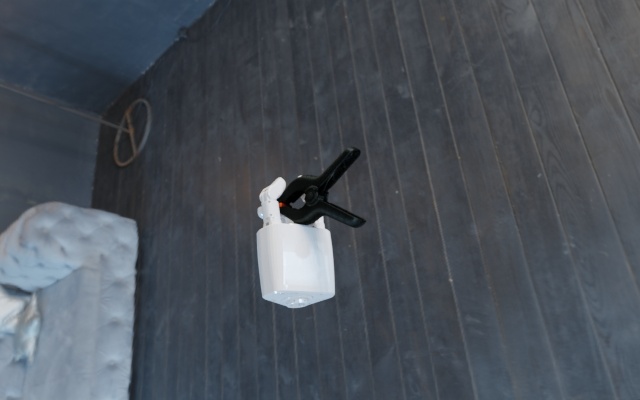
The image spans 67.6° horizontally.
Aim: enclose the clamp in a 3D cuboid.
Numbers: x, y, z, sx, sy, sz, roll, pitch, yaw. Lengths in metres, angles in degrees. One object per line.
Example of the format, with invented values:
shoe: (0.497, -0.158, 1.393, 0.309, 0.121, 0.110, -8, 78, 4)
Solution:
clamp: (0.000, 0.002, 0.728, 0.171, 0.120, 0.039, -26, -31, 36)
